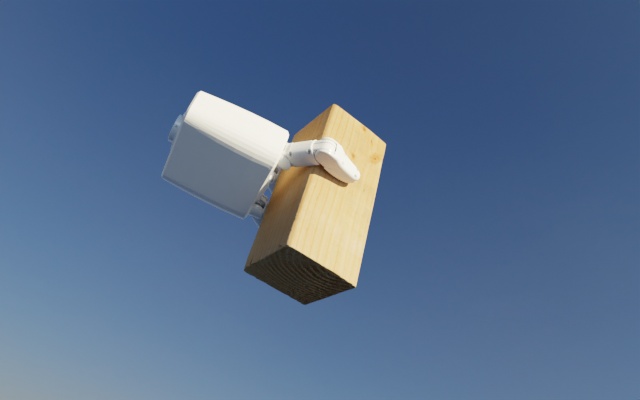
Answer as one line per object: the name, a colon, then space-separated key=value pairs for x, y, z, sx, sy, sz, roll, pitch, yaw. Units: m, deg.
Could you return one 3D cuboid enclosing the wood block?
wood block: x=0.000 y=0.001 z=0.553 sx=0.090 sy=0.206 sz=0.091 roll=34 pitch=-40 yaw=-23
